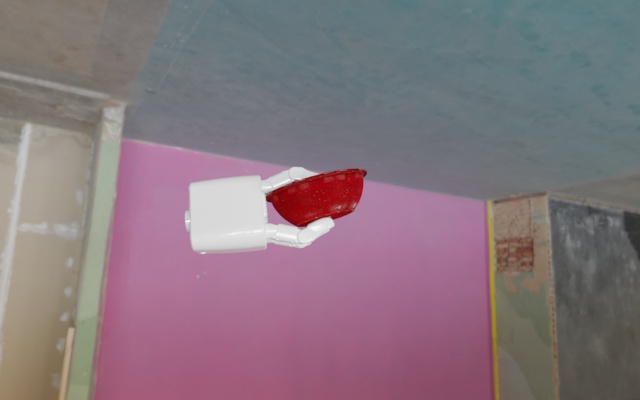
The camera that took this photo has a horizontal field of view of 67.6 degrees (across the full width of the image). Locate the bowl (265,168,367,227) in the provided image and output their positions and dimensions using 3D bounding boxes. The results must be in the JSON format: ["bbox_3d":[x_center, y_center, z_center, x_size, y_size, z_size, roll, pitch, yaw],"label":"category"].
[{"bbox_3d":[0.002,0.002,0.728,0.162,0.055,0.162,-15,-9,-2],"label":"bowl"}]
